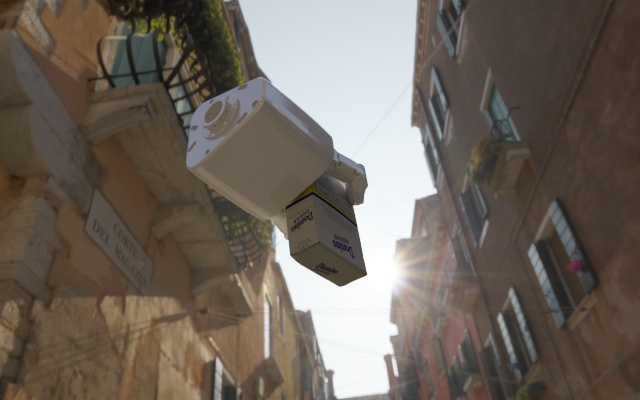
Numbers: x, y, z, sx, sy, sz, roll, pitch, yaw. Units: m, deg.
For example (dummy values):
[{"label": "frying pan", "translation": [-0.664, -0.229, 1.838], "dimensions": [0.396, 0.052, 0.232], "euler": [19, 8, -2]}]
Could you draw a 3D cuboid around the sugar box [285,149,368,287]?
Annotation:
[{"label": "sugar box", "translation": [0.000, 0.002, 0.546], "dimensions": [0.048, 0.176, 0.093], "euler": [-27, -43, 26]}]
